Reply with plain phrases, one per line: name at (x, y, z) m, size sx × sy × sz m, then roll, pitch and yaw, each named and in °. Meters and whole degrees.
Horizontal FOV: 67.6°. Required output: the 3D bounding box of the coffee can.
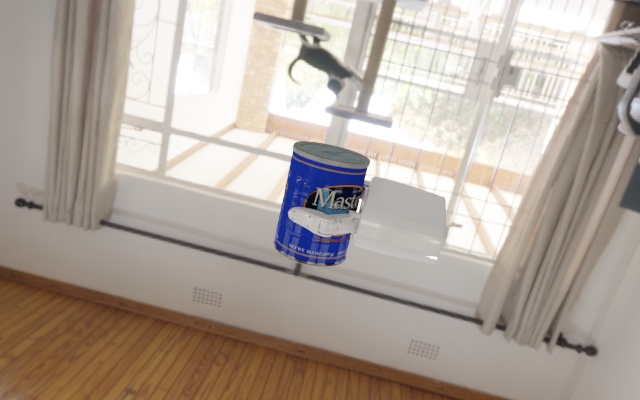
coffee can at (0.000, 0.002, 0.637) m, size 0.103 × 0.140 × 0.102 m, roll 12°, pitch 17°, yaw -4°
